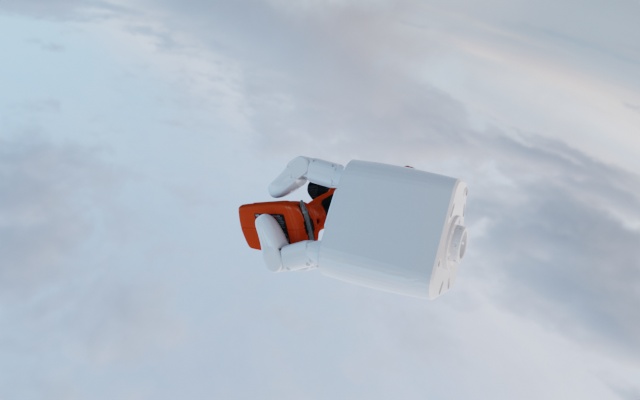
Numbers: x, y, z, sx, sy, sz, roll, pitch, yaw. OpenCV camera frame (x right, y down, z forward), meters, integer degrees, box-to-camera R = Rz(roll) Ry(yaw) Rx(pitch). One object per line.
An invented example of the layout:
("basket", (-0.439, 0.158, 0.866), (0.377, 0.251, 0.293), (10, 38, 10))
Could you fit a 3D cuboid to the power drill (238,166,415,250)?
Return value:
("power drill", (0.000, 0.002, 0.566), (0.187, 0.057, 0.184), (-24, 14, -39))
